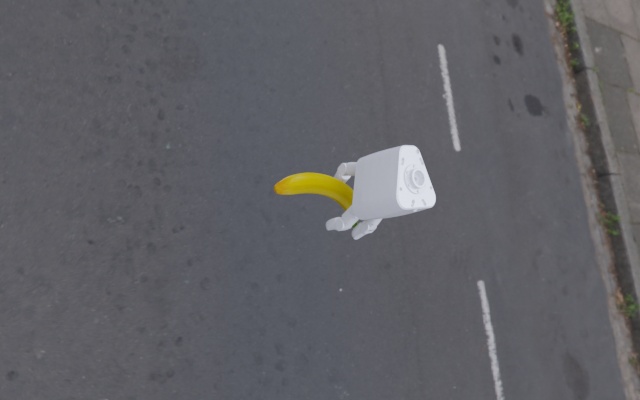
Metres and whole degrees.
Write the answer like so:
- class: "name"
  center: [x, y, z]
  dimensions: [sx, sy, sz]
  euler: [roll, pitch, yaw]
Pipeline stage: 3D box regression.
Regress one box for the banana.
- class: "banana"
  center: [0.007, -0.013, 0.867]
  dimensions: [0.198, 0.069, 0.037]
  euler: [24, -20, -32]
